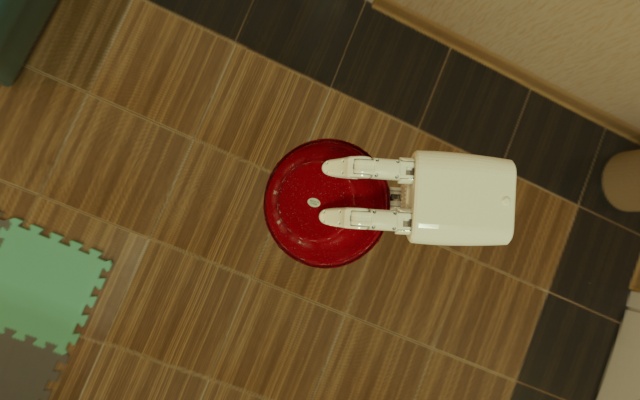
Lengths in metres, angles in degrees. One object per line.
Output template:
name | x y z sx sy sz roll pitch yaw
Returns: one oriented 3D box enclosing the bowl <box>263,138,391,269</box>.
bowl | -0.001 0.002 0.567 0.162 0.162 0.055 0 -3 13
